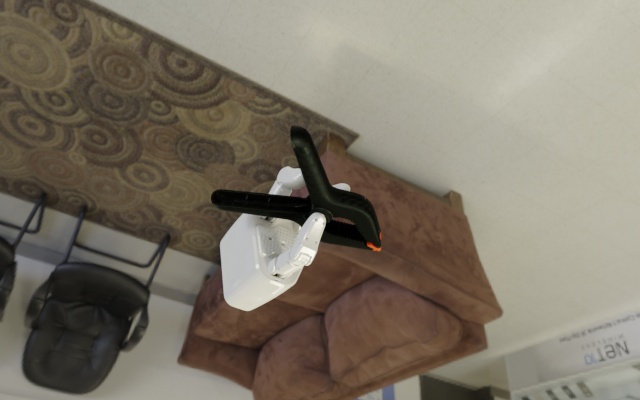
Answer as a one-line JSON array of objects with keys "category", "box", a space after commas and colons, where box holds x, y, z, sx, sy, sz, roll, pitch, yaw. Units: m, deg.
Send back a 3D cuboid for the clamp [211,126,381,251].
[{"category": "clamp", "box": [0.000, 0.003, 0.549, 0.210, 0.036, 0.165, 25, -40, -24]}]
